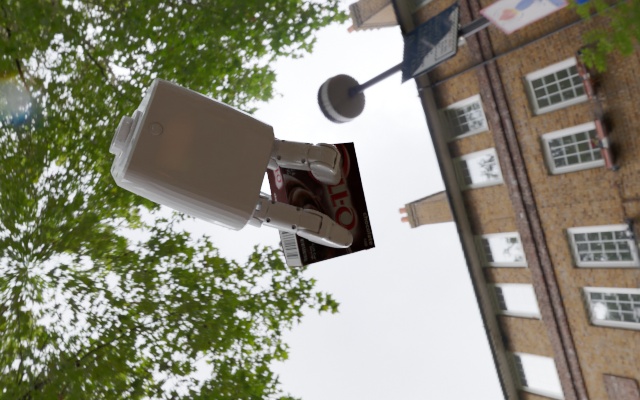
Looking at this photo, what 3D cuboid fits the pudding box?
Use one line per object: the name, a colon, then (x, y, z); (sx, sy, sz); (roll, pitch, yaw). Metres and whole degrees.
pudding box: (0.000, 0.002, 0.468); (0.090, 0.113, 0.039); (-10, -1, -33)
